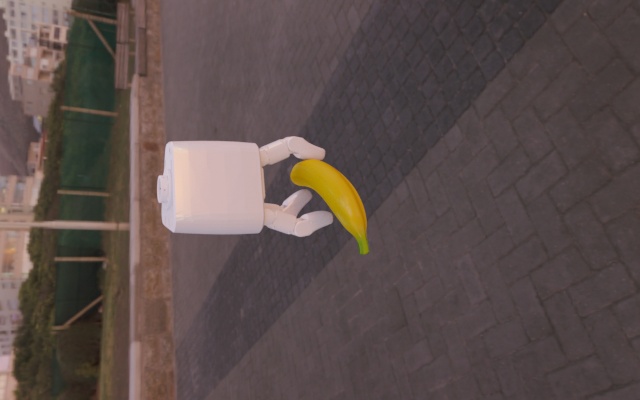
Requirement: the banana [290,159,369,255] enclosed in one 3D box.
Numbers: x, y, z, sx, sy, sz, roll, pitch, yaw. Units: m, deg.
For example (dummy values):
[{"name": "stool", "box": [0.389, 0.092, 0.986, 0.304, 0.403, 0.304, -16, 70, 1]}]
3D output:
[{"name": "banana", "box": [0.005, -0.013, 0.598, 0.037, 0.070, 0.197, -3, 31, -28]}]
